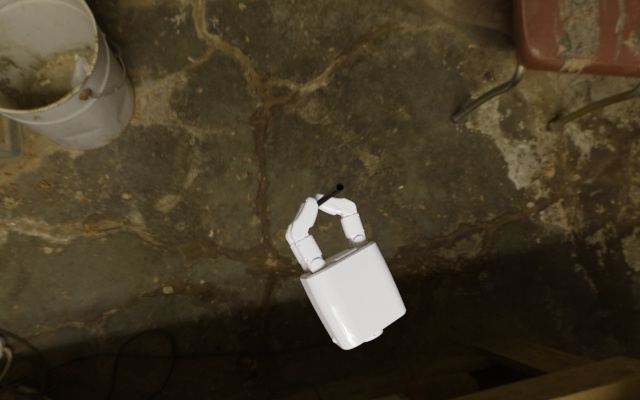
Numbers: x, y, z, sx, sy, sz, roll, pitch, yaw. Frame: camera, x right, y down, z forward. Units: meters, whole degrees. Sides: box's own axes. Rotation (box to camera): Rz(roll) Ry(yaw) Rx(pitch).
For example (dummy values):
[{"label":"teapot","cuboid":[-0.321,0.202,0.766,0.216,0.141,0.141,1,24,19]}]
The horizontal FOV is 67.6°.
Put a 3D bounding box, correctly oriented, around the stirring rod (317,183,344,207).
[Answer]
[{"label":"stirring rod","cuboid":[0.000,0.002,0.615,0.011,0.011,0.239,0,-8,-10]}]
